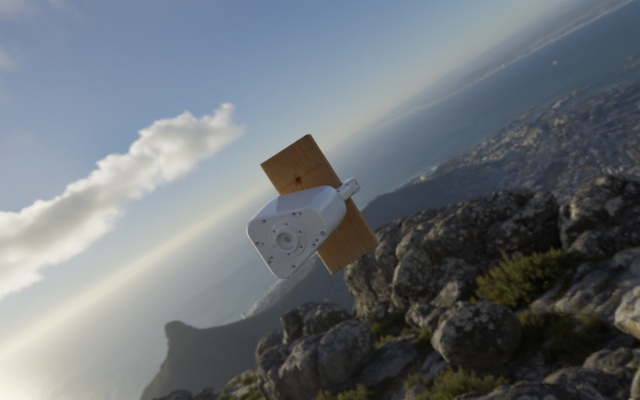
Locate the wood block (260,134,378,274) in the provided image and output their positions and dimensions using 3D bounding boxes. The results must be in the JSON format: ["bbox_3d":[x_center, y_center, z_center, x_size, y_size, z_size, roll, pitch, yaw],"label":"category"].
[{"bbox_3d":[0.000,0.002,0.779,0.091,0.206,0.090,-32,6,6],"label":"wood block"}]
